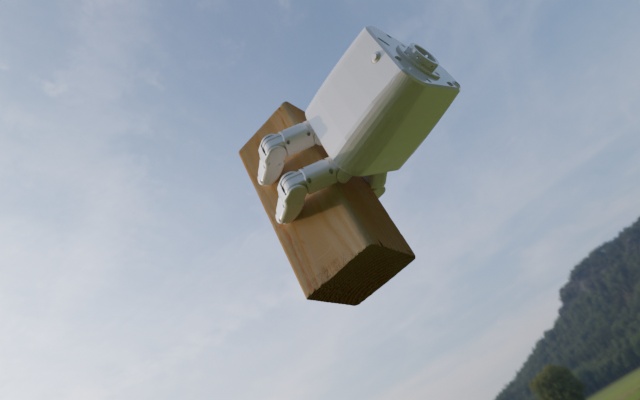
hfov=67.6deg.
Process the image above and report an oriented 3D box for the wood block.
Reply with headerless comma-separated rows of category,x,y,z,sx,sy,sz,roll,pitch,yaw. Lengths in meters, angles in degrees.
wood block,0.000,0.001,0.522,0.090,0.206,0.091,-44,-37,21
